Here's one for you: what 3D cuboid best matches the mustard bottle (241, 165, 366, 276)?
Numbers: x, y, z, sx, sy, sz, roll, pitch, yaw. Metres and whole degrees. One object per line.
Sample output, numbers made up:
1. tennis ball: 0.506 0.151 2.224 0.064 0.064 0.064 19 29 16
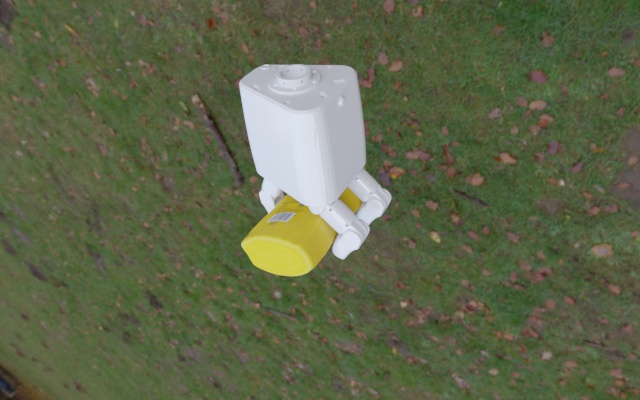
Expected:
1. mustard bottle: 0.000 0.002 0.550 0.096 0.058 0.191 -5 34 43
